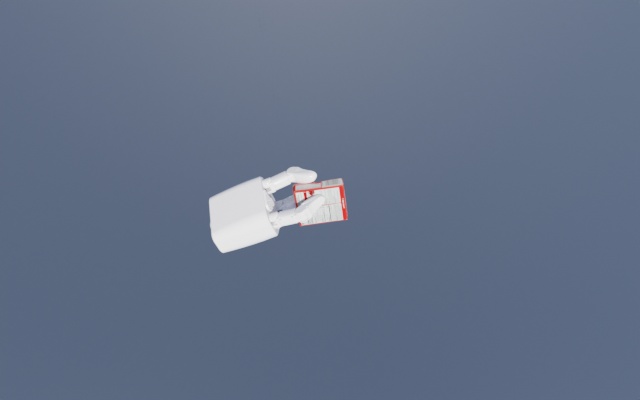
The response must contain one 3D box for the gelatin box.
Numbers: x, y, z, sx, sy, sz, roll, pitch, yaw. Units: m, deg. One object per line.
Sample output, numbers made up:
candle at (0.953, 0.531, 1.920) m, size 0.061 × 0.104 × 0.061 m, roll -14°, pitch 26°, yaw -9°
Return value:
gelatin box at (0.000, 0.003, 0.848) m, size 0.089 × 0.073 × 0.030 m, roll -8°, pitch 31°, yaw 3°
